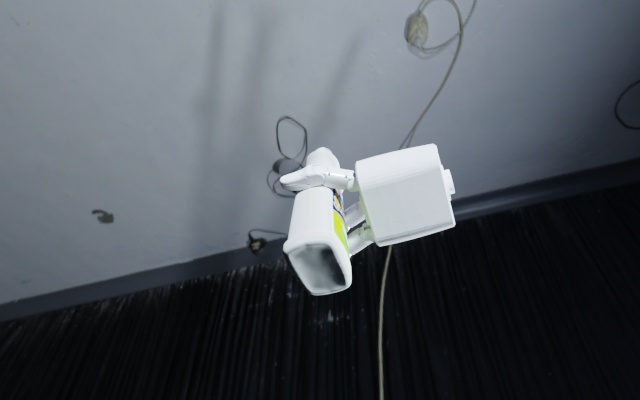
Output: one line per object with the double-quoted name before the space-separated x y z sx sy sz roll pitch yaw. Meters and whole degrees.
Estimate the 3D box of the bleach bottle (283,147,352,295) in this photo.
"bleach bottle" 0.000 0.002 0.657 0.068 0.103 0.250 -15 38 13
